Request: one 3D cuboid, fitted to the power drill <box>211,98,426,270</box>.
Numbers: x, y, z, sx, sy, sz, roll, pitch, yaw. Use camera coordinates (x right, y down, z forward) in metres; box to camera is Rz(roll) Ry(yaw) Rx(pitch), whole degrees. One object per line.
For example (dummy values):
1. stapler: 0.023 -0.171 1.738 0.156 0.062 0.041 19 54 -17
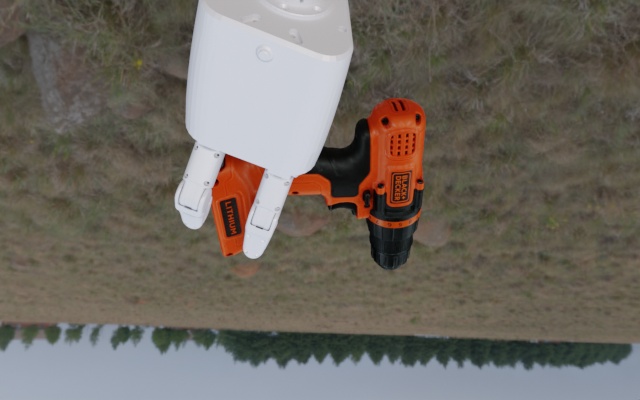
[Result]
1. power drill: 0.000 0.001 0.434 0.187 0.185 0.057 -7 38 -5
